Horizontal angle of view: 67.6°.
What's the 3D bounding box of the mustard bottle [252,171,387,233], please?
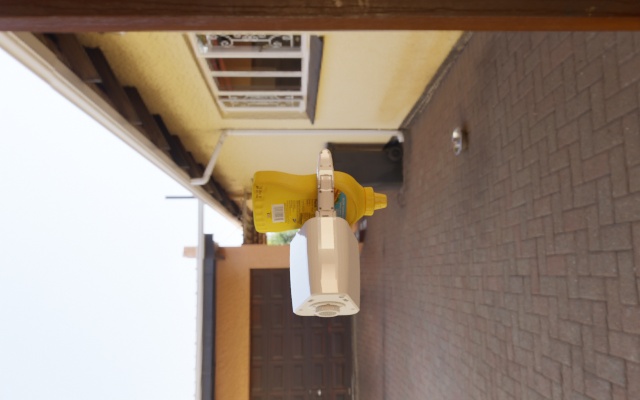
[{"bbox_3d":[0.000,0.002,0.691,0.191,0.096,0.058,0,38,-2],"label":"mustard bottle"}]
